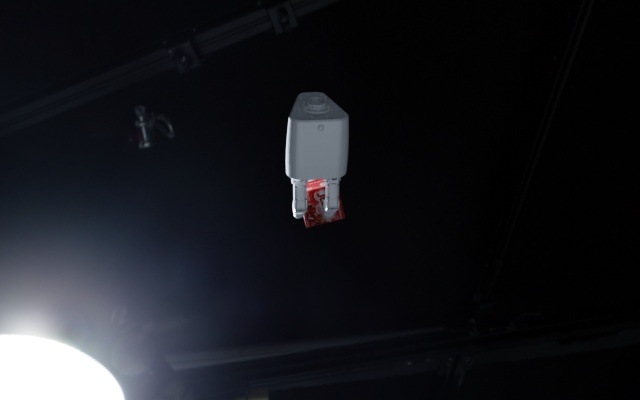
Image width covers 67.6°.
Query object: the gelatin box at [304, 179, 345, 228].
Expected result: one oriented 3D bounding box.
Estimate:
[{"bbox_3d":[0.000,0.003,0.858,0.073,0.089,0.030,-14,42,-1],"label":"gelatin box"}]
